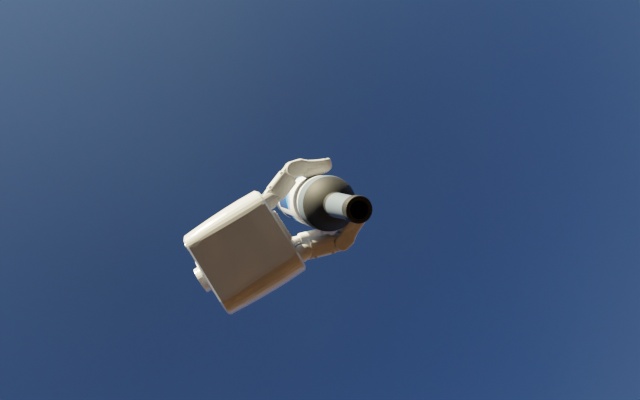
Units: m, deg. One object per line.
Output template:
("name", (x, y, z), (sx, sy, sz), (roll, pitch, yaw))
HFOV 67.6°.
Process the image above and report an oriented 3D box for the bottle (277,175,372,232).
("bottle", (0.000, 0.002, 0.599), (0.069, 0.069, 0.295), (0, 3, -15))
